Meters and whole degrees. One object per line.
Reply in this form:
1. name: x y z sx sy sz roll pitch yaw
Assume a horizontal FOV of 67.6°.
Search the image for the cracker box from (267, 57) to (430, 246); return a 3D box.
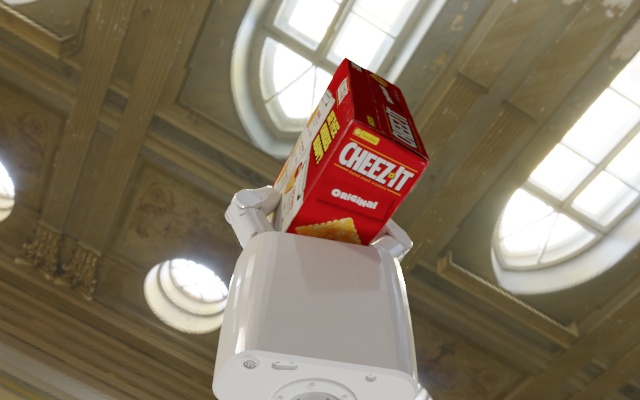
1. cracker box: 0.000 0.001 0.425 0.072 0.214 0.164 25 28 -14
